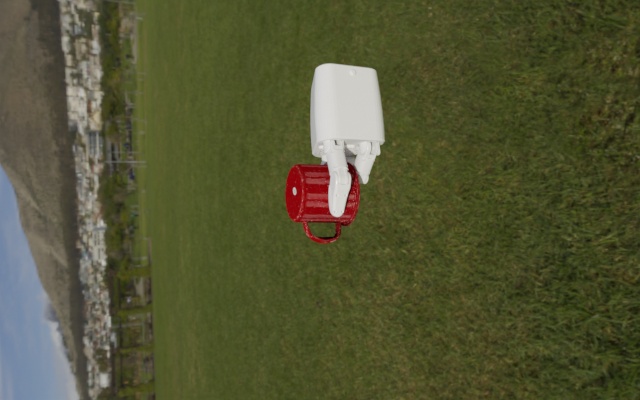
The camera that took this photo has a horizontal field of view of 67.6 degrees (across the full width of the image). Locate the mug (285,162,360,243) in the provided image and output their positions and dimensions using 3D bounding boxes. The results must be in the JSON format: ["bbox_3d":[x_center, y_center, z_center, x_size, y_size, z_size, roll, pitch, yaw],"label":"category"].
[{"bbox_3d":[0.000,0.004,0.673,0.081,0.117,0.093,1,-9,-22],"label":"mug"}]
